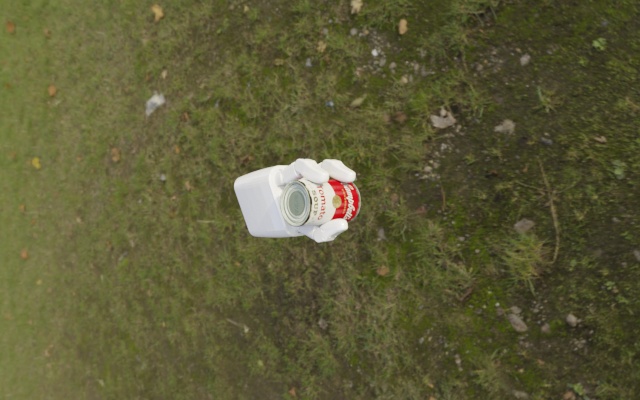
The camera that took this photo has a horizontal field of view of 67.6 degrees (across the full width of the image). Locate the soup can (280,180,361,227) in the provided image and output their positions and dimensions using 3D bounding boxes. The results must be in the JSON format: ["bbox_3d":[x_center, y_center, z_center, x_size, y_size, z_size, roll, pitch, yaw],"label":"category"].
[{"bbox_3d":[0.000,0.002,0.702,0.102,0.068,0.068,-3,2,-43],"label":"soup can"}]
